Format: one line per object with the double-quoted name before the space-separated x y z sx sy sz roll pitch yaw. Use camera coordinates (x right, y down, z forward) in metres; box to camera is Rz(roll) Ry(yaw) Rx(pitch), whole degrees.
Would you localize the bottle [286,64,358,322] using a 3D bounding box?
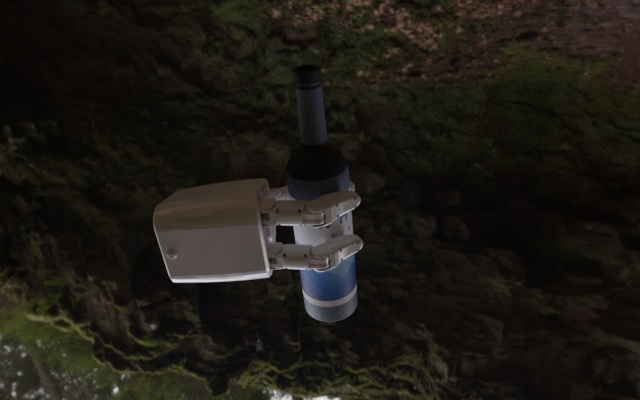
"bottle" 0.000 0.002 0.524 0.069 0.296 0.069 -4 30 3
